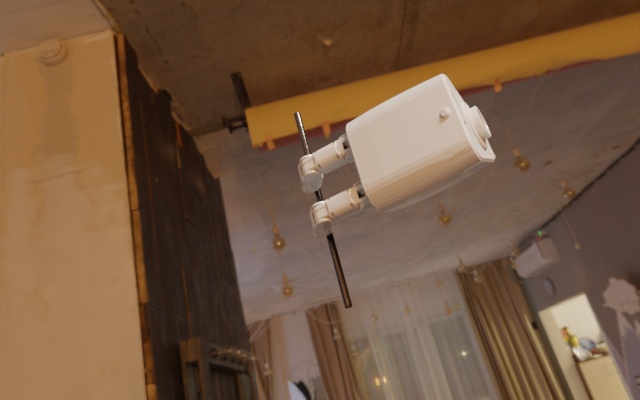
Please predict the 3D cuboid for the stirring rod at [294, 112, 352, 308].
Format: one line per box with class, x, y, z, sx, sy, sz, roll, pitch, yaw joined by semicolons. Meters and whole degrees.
stirring rod;0.000;0.002;0.533;0.011;0.239;0.011;-13;-23;-6
